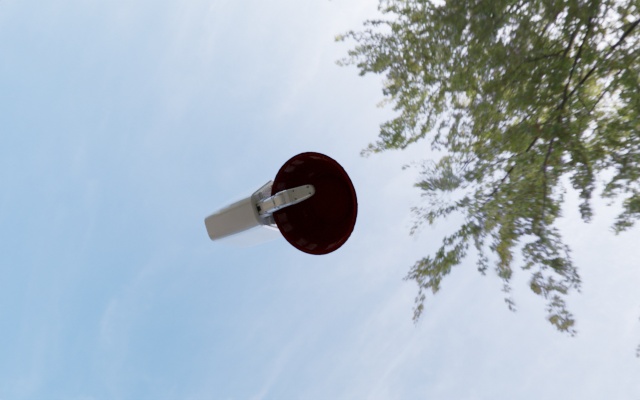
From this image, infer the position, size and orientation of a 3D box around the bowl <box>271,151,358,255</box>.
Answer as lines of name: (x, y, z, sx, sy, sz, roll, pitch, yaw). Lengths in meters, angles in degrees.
bowl: (0.001, 0.002, 0.755, 0.162, 0.162, 0.055, 0, 7, 34)
